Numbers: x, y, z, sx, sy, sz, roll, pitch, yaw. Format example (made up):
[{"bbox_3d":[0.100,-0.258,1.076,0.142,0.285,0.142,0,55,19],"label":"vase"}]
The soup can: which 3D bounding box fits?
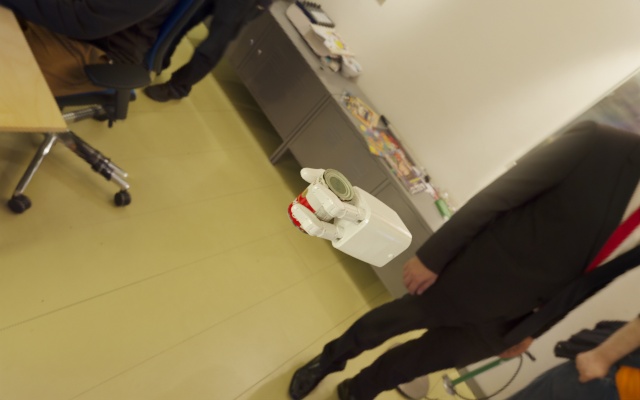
[{"bbox_3d":[0.000,0.002,0.814,0.068,0.068,0.102,0,-35,-50],"label":"soup can"}]
